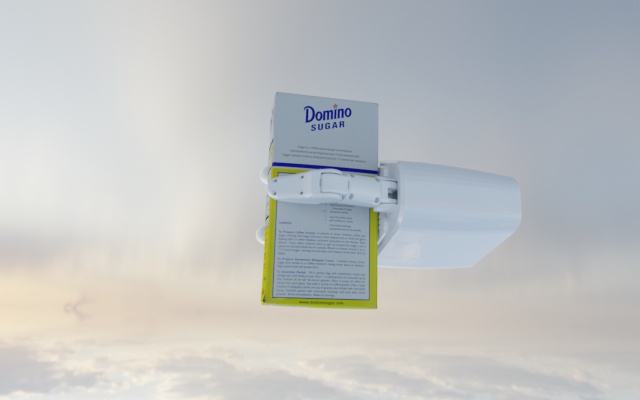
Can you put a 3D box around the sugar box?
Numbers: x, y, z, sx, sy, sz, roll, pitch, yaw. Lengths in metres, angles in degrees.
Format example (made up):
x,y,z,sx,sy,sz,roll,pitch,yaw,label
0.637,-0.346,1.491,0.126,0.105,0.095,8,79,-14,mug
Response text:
x,y,z,sx,sy,sz,roll,pitch,yaw,label
0.000,0.002,0.407,0.093,0.176,0.048,5,-14,-11,sugar box
